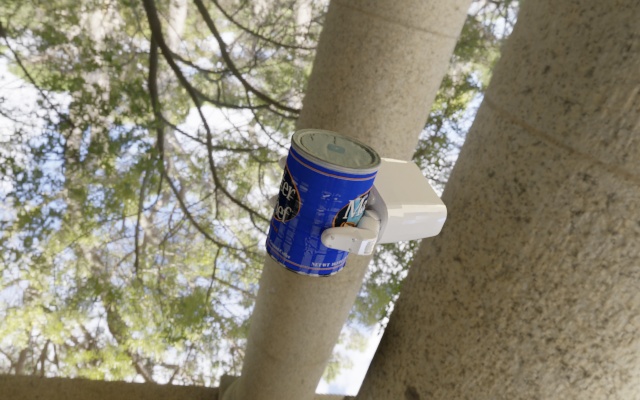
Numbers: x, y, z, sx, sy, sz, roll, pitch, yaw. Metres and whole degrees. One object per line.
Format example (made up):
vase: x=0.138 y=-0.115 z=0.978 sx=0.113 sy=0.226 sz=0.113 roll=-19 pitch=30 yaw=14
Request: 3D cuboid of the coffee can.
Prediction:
coffee can: x=0.000 y=0.002 z=0.551 sx=0.103 sy=0.140 sz=0.102 roll=14 pitch=26 yaw=-7
